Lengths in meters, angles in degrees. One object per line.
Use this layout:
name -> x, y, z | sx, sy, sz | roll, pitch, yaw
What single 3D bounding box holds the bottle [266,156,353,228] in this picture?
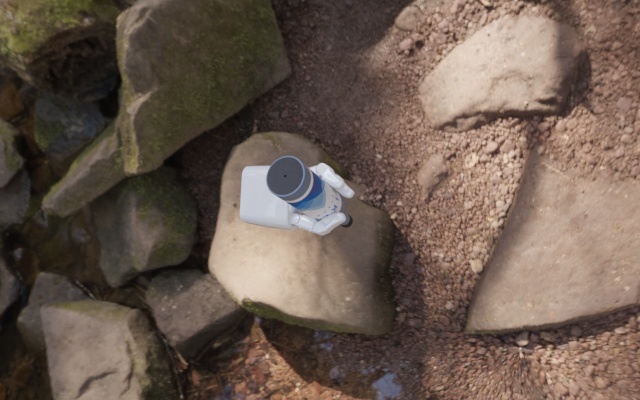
bottle -> 0.000, 0.003, 0.861 | 0.069, 0.069, 0.296 | 0, -16, 23
